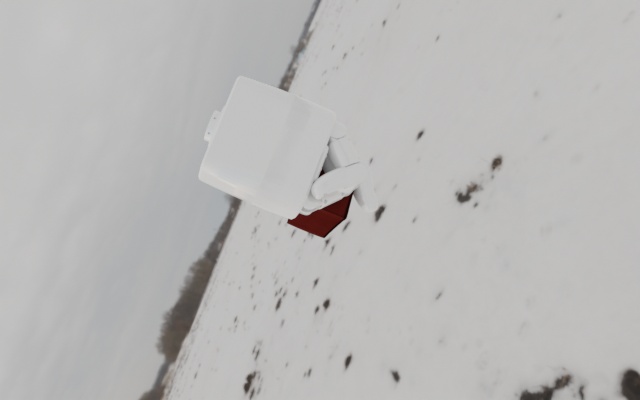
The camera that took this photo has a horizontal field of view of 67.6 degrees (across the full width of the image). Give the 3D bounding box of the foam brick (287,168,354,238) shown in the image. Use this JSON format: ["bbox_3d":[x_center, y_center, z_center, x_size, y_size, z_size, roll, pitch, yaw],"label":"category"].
[{"bbox_3d":[0.000,0.002,0.554,0.051,0.053,0.078,21,-27,-10],"label":"foam brick"}]
